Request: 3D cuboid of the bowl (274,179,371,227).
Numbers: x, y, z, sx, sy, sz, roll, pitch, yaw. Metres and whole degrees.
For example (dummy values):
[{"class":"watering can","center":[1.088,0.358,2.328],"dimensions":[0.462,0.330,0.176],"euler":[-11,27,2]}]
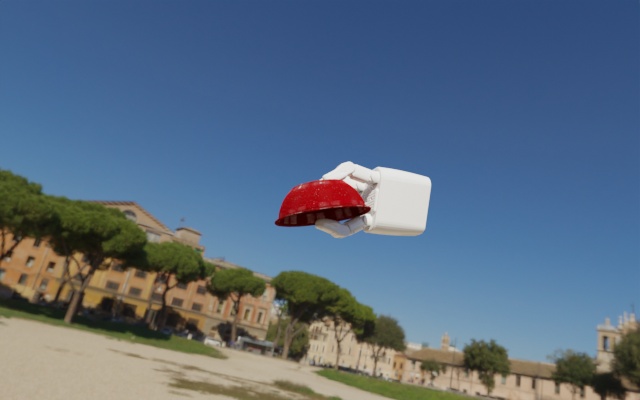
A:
[{"class":"bowl","center":[-0.001,0.002,0.794],"dimensions":[0.162,0.055,0.162],"euler":[-9,-10,-2]}]
